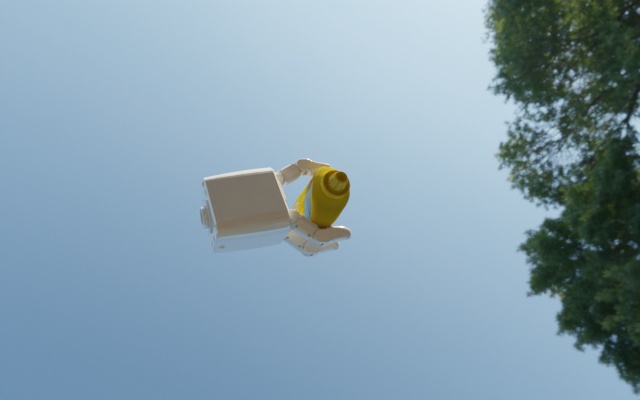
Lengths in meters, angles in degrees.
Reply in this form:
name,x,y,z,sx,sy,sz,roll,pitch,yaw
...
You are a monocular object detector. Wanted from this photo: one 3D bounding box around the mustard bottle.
name,x,y,z,sx,sy,sz,roll,pitch,yaw
mustard bottle,0.000,0.003,0.731,0.058,0.096,0.192,15,-25,-12
